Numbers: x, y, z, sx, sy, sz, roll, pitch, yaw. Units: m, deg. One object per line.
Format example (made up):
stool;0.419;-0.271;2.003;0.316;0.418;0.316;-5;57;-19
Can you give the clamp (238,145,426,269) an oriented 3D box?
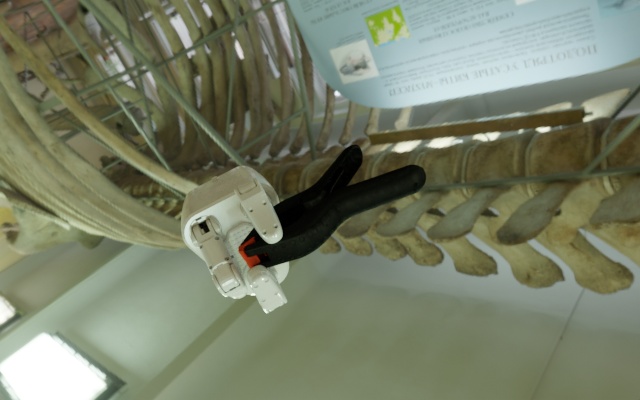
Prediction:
clamp;0.000;0.002;0.444;0.171;0.039;0.120;-28;21;-7
